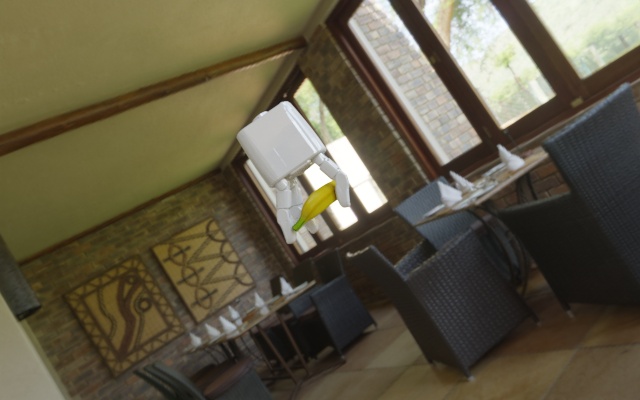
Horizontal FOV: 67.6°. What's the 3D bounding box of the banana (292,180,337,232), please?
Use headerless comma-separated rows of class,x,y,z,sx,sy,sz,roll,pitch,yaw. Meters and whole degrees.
banana,0.011,-0.007,0.841,0.070,0.037,0.197,-41,-4,30
